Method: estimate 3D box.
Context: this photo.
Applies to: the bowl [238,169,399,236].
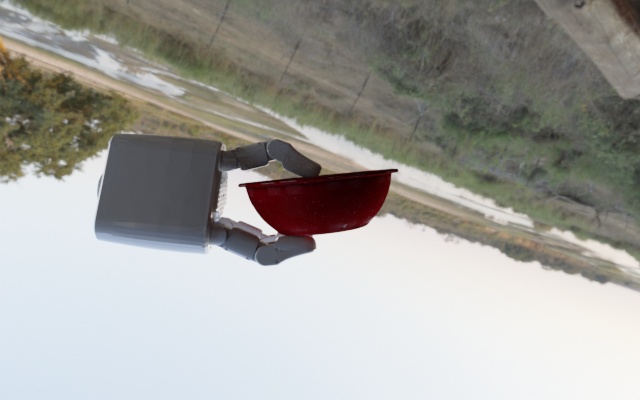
[{"bbox_3d":[0.001,0.002,0.484,0.162,0.055,0.162,-6,3,0],"label":"bowl"}]
